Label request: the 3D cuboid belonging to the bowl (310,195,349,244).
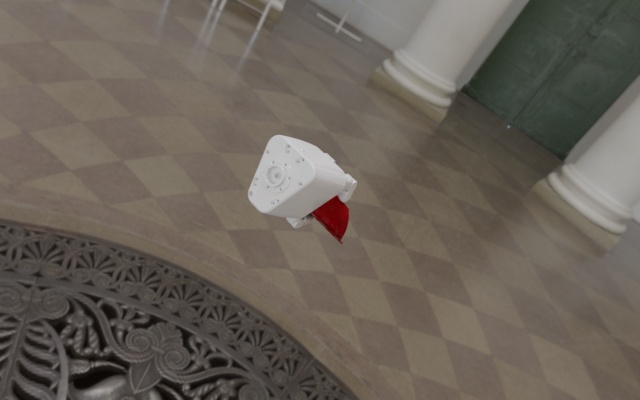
[{"bbox_3d":[0.001,0.003,0.860,0.055,0.162,0.162,-45,-2,-2],"label":"bowl"}]
